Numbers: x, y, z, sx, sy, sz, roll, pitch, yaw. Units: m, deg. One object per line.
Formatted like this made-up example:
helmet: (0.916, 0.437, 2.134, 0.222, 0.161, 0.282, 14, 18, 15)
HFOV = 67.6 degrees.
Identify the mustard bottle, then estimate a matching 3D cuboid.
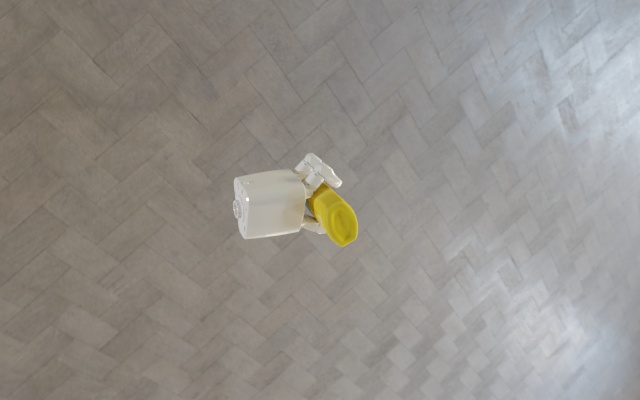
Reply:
mustard bottle: (0.001, 0.003, 0.897, 0.058, 0.096, 0.191, -31, 35, -9)
